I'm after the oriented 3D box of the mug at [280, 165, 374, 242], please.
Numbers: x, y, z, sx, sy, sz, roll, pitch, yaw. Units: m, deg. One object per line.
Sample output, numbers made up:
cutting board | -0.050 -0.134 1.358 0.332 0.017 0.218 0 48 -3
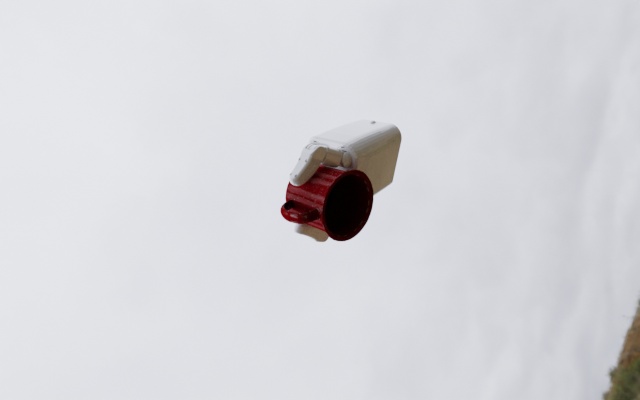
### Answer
mug | -0.001 0.003 0.615 0.117 0.093 0.081 -26 31 -36
